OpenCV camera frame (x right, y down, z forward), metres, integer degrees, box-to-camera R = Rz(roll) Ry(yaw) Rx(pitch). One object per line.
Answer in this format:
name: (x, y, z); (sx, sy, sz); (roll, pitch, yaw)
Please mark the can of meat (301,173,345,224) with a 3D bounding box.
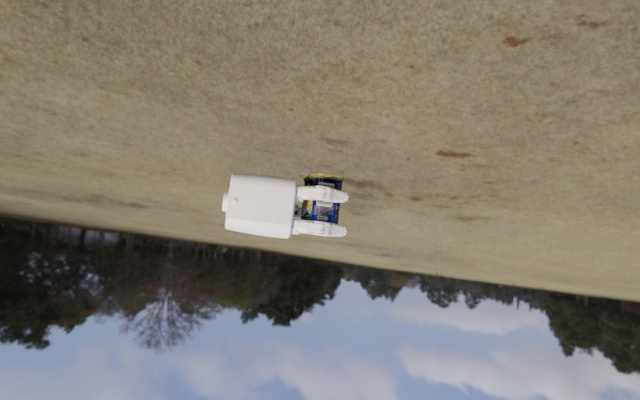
can of meat: (0.000, 0.003, 0.821); (0.057, 0.084, 0.102); (8, -6, -13)
